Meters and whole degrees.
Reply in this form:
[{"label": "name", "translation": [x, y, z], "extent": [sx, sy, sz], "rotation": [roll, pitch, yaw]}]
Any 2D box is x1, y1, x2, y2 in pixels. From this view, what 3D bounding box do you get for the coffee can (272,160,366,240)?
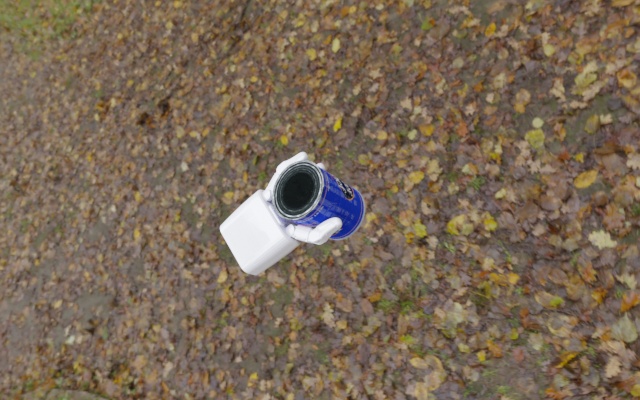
[{"label": "coffee can", "translation": [0.000, 0.003, 0.822], "extent": [0.103, 0.102, 0.140], "rotation": [0, -17, 35]}]
